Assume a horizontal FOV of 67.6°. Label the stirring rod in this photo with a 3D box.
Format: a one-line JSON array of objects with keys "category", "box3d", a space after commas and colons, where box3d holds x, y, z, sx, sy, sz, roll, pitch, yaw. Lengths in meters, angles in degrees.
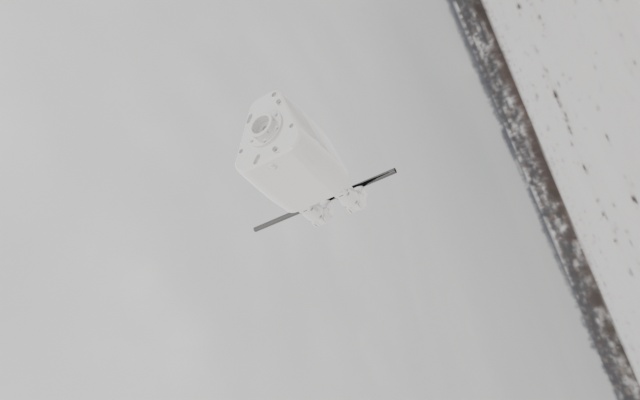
[{"category": "stirring rod", "box3d": [0.000, 0.002, 0.697, 0.239, 0.011, 0.011, -23, -9, 23]}]
